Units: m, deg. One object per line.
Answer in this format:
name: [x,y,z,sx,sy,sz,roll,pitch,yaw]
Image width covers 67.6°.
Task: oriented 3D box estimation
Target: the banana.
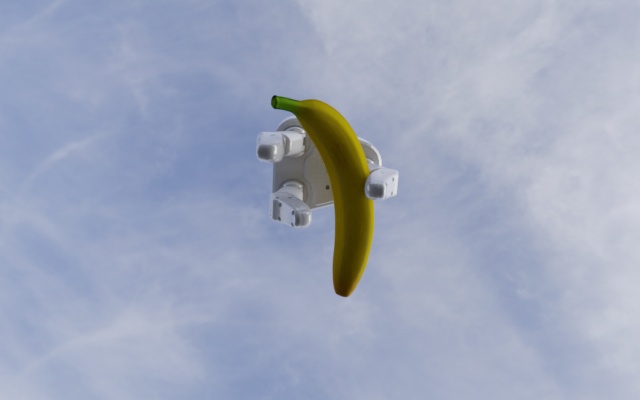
banana: [0.016,-0.009,0.432,0.069,0.198,0.037,-23,18,-13]
